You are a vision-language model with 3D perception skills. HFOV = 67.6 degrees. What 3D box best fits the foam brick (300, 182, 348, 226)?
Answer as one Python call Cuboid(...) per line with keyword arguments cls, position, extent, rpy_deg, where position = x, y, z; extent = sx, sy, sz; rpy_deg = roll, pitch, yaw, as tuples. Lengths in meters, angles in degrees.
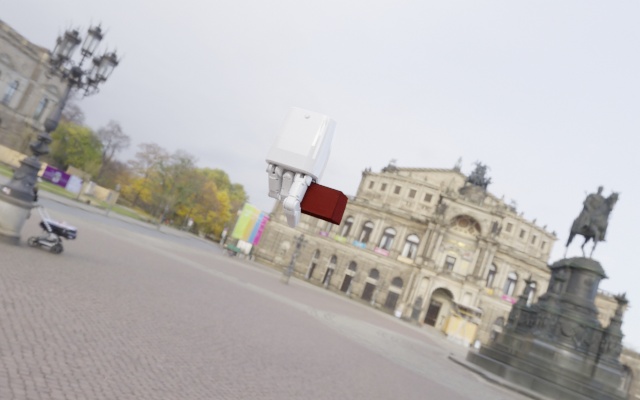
Cuboid(cls="foam brick", position=(0.000, 0.003, 0.810), extent=(0.078, 0.051, 0.053), rpy_deg=(18, -9, 20))
